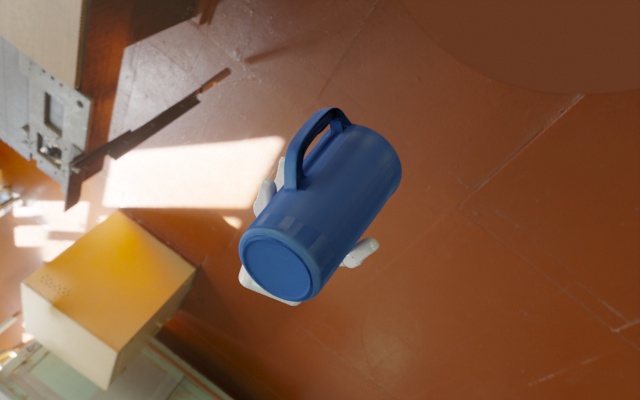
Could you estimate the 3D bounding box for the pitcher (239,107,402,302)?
[{"bbox_3d":[0.000,0.002,0.609,0.149,0.145,0.242,36,44,3],"label":"pitcher"}]
